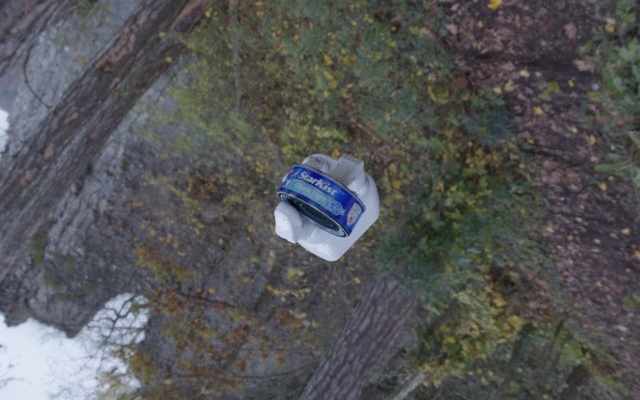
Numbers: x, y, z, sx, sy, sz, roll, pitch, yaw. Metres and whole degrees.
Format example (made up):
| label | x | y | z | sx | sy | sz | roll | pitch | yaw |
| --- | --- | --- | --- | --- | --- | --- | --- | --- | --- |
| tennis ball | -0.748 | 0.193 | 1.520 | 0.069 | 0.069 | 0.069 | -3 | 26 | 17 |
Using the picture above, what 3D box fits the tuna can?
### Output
| label | x | y | z | sx | sy | sz | roll | pitch | yaw |
| --- | --- | --- | --- | --- | --- | --- | --- | --- | --- |
| tuna can | 0.000 | 0.002 | 0.476 | 0.086 | 0.033 | 0.086 | 30 | -13 | 8 |
